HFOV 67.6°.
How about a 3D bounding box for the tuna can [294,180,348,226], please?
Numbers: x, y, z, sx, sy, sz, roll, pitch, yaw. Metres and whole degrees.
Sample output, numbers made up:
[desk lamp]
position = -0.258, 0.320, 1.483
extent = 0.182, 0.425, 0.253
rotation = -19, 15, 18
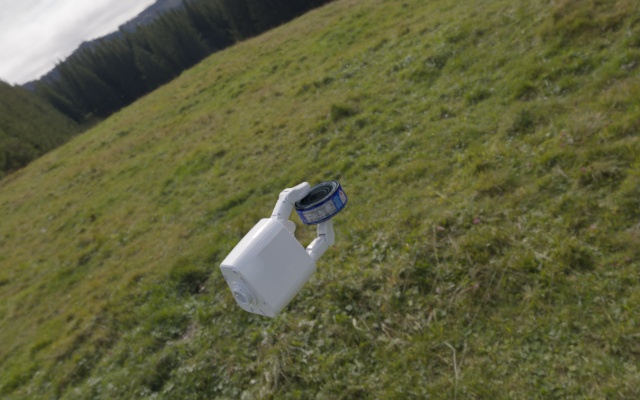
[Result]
[tuna can]
position = 0.000, 0.002, 0.786
extent = 0.086, 0.034, 0.086
rotation = -25, 21, 10
